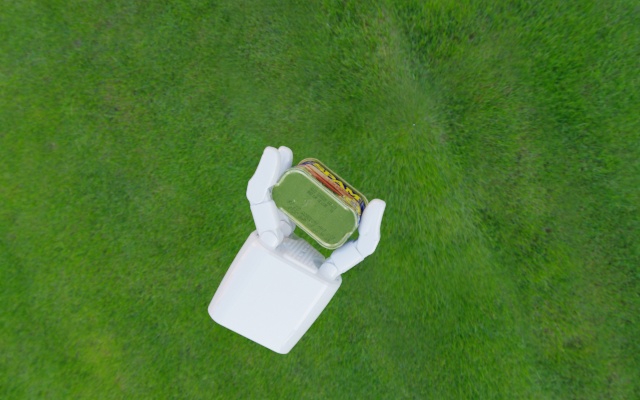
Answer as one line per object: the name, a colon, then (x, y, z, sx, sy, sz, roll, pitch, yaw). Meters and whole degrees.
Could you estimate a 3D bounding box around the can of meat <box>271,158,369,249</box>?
can of meat: (0.000, 0.002, 0.533, 0.102, 0.057, 0.084, 39, 15, 3)
